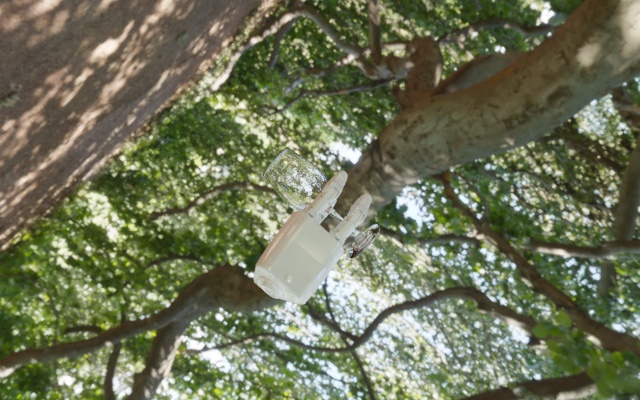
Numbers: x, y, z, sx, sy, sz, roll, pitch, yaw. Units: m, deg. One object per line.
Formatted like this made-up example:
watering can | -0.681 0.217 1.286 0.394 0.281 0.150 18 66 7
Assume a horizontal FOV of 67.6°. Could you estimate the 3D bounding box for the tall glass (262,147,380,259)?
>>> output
tall glass | 0.001 0.003 0.777 0.201 0.079 0.079 42 -9 -10
